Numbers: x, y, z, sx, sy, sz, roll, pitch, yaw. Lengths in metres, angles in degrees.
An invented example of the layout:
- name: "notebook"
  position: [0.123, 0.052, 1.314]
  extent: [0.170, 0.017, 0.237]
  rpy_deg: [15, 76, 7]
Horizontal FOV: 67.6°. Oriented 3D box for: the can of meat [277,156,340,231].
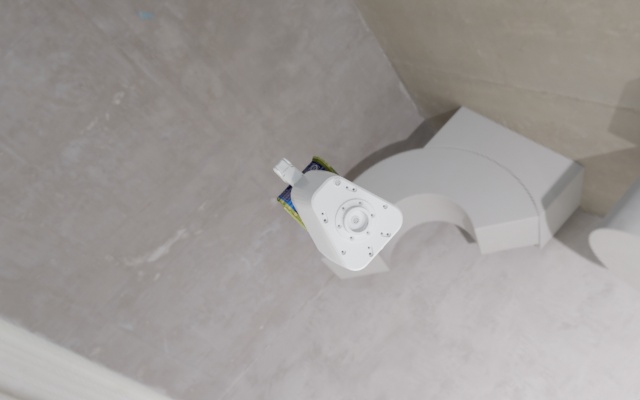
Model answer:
- name: "can of meat"
  position: [0.000, 0.002, 0.680]
  extent: [0.102, 0.084, 0.057]
  rpy_deg: [45, -7, -18]
